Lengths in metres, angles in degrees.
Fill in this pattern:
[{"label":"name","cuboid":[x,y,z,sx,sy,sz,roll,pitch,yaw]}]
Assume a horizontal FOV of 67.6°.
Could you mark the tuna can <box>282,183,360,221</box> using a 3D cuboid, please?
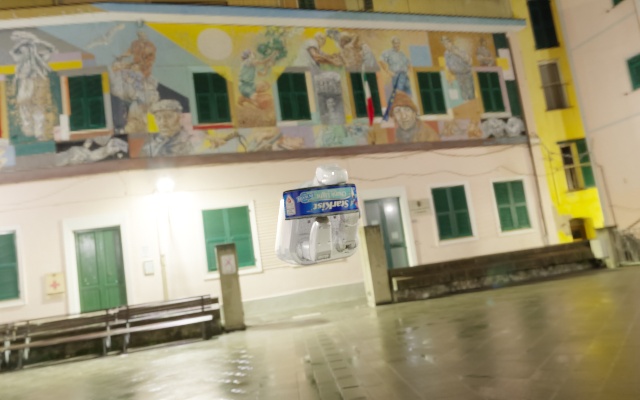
[{"label":"tuna can","cuboid":[0.000,0.001,0.542,0.086,0.034,0.086,-6,-1,0]}]
